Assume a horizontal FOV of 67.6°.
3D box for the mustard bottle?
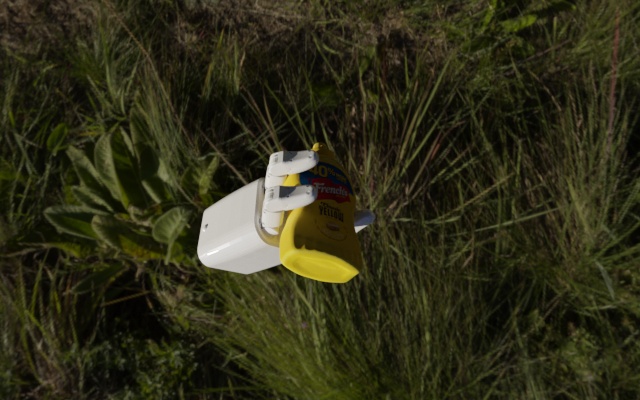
[{"bbox_3d":[0.000,0.002,0.591,0.096,0.191,0.058,19,-43,-23],"label":"mustard bottle"}]
